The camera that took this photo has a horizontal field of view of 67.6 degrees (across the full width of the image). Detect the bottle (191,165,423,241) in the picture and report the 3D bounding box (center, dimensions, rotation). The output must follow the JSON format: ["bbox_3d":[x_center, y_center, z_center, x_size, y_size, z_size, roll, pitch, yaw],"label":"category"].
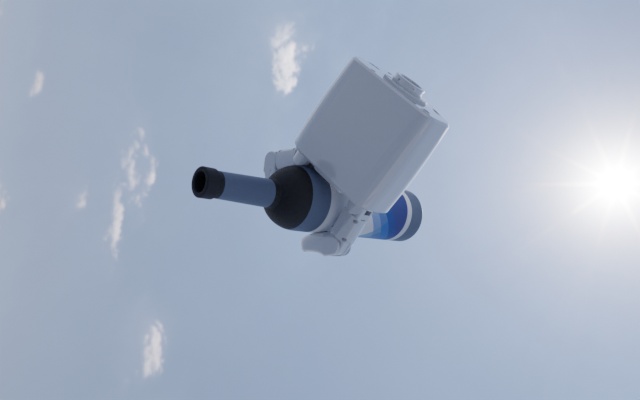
[{"bbox_3d":[0.000,0.002,0.508,0.069,0.069,0.296,0,-7,45],"label":"bottle"}]
